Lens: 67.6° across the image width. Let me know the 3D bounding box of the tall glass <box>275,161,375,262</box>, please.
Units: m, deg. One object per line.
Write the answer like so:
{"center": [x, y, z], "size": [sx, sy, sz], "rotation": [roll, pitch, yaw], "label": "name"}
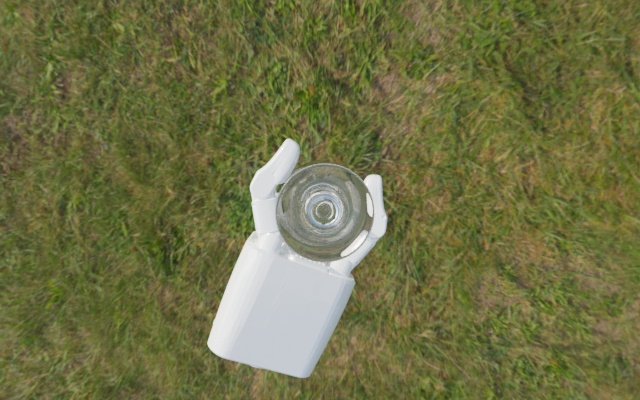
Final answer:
{"center": [0.000, 0.001, 0.452], "size": [0.079, 0.079, 0.201], "rotation": [0, 5, -2], "label": "tall glass"}
